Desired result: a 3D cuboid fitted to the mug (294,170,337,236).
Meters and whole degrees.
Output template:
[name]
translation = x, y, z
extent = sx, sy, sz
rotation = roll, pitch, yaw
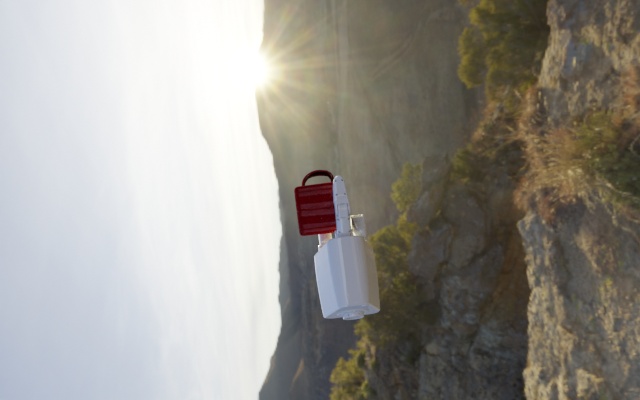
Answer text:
[mug]
translation = 0.000, 0.001, 0.781
extent = 0.081, 0.117, 0.093
rotation = -7, -23, -3
